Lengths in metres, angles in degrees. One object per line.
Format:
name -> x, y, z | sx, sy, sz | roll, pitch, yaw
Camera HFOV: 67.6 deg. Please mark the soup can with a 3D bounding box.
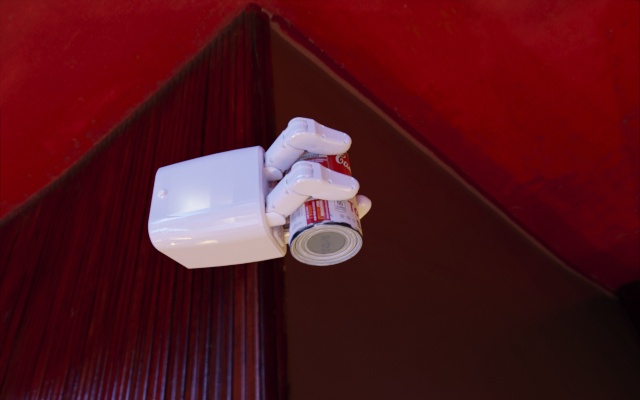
soup can -> 0.001, 0.002, 0.454 | 0.068, 0.102, 0.069 | -4, -39, -4
